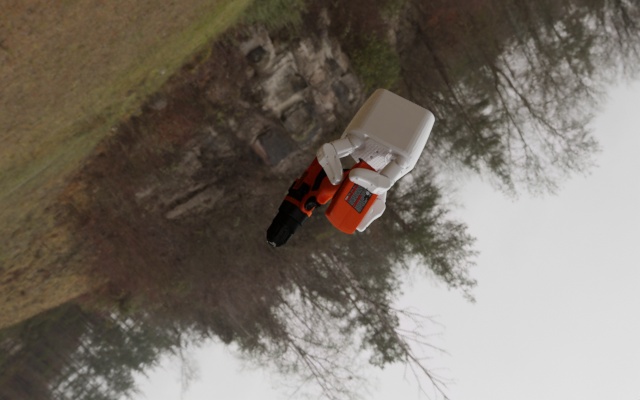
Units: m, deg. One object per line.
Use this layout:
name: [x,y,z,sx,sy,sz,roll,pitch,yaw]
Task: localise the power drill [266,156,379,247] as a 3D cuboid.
power drill: [0.001,0.002,0.750,0.057,0.184,0.187,39,-15,-26]
